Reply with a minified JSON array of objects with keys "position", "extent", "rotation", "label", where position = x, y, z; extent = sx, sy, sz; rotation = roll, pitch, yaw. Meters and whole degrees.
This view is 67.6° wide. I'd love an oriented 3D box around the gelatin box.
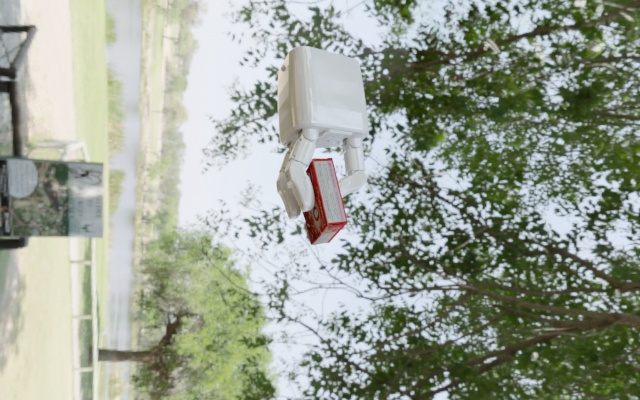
[{"position":[0.001,0.002,0.594],"extent":[0.030,0.089,0.073],"rotation":[-6,-21,-20],"label":"gelatin box"}]
